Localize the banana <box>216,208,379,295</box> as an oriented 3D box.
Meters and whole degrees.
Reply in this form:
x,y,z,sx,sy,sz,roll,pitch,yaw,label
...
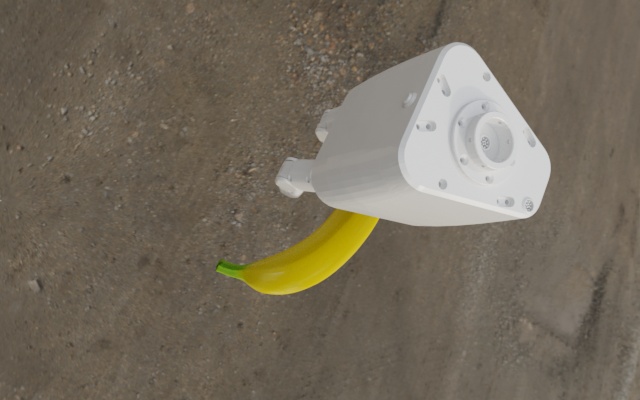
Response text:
x,y,z,sx,sy,sz,roll,pitch,yaw,label
0.009,0.018,0.409,0.197,0.069,0.037,-40,6,-17,banana
